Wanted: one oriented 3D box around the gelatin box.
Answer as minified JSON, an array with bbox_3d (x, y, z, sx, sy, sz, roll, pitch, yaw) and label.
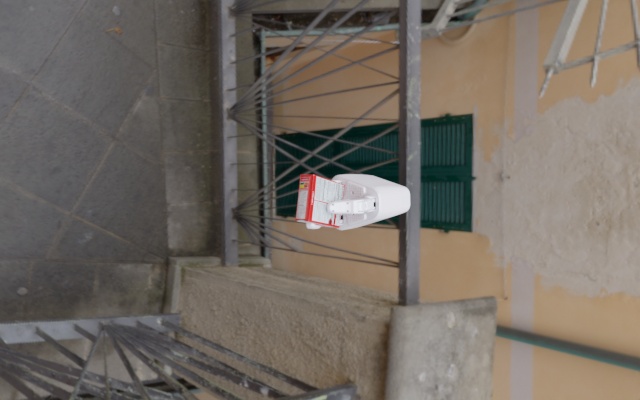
[{"bbox_3d":[0.000,0.002,0.758,0.030,0.073,0.089,2,-8,36],"label":"gelatin box"}]
